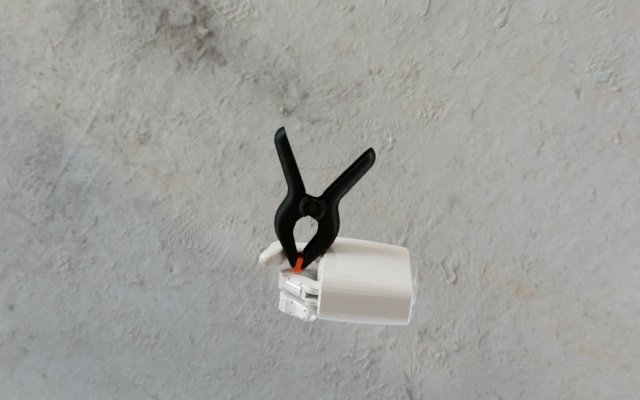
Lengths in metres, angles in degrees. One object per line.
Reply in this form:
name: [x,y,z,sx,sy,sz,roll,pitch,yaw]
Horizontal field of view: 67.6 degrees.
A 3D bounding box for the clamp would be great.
clamp: [0.000,0.002,0.569,0.120,0.171,0.039,5,14,1]
